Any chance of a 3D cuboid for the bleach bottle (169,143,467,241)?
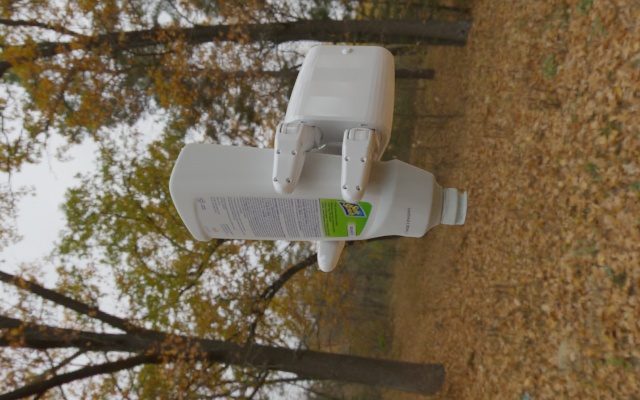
[{"bbox_3d":[0.000,0.001,0.433,0.251,0.068,0.103,5,-34,10],"label":"bleach bottle"}]
